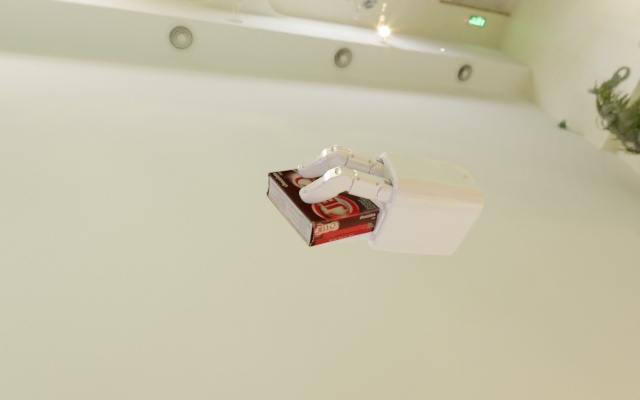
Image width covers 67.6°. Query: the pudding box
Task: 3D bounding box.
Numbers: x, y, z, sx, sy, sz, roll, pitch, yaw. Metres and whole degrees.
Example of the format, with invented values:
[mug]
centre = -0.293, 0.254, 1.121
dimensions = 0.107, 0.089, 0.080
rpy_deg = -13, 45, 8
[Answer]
[pudding box]
centre = 0.000, 0.002, 0.563
dimensions = 0.090, 0.039, 0.113
rpy_deg = -10, 35, -31
